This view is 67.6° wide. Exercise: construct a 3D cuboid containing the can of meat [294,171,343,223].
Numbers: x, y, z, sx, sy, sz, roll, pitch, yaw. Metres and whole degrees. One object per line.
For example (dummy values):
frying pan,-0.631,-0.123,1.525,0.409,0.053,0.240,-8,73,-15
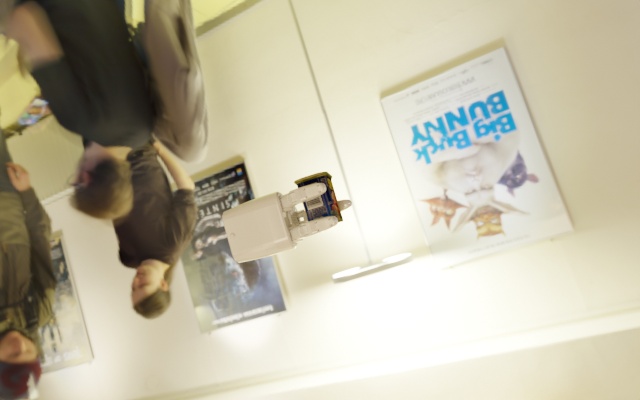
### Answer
can of meat,0.000,0.003,0.800,0.057,0.084,0.102,-17,-5,7
